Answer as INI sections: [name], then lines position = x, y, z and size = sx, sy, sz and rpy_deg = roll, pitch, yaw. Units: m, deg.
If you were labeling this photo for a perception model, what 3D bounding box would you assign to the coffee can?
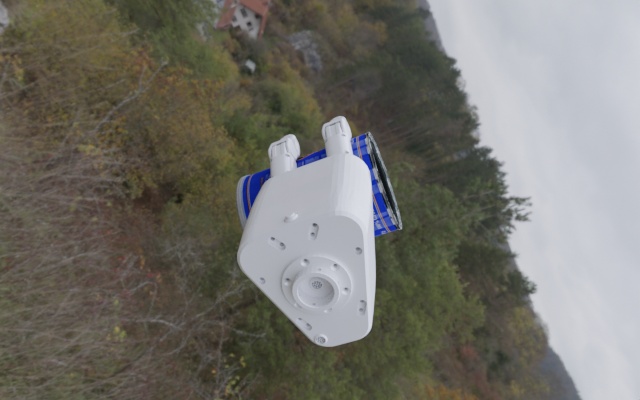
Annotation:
[coffee can]
position = 0.000, 0.002, 0.488
size = 0.140, 0.103, 0.103
rpy_deg = -19, -4, 13
